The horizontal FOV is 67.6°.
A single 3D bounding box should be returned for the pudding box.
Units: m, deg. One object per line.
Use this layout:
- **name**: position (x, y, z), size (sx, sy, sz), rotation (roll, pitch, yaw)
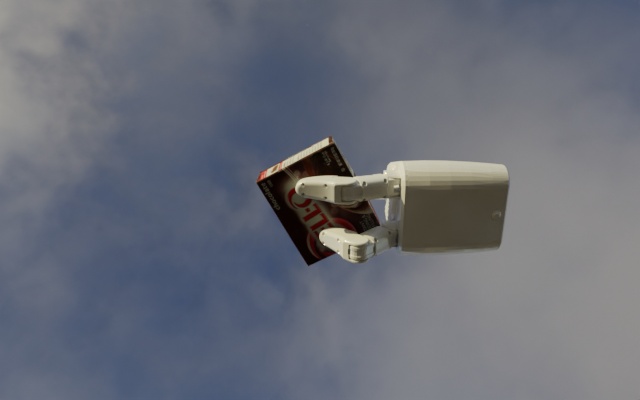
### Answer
- **pudding box**: position (0.000, 0.002, 0.501), size (0.090, 0.113, 0.039), rotation (-27, 18, 10)
